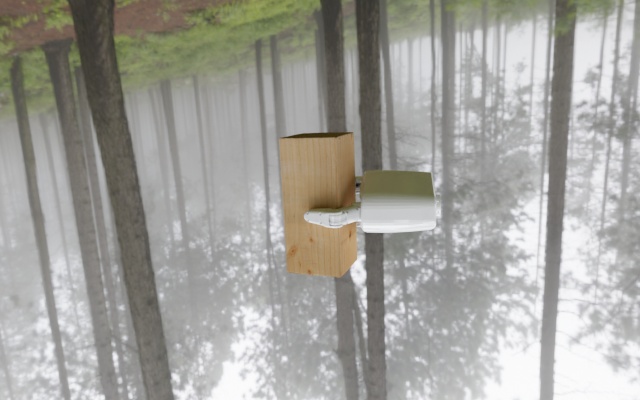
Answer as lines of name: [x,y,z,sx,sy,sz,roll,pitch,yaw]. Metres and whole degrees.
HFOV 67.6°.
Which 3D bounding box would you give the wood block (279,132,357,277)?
wood block: [0.000,0.003,0.732,0.090,0.206,0.091,2,13,21]
